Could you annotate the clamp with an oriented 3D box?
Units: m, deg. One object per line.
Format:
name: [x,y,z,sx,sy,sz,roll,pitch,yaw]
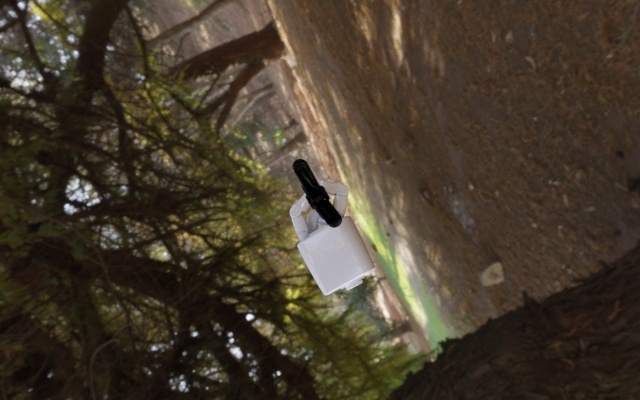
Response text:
clamp: [0.000,0.003,0.798,0.039,0.120,0.171,-27,-13,1]
